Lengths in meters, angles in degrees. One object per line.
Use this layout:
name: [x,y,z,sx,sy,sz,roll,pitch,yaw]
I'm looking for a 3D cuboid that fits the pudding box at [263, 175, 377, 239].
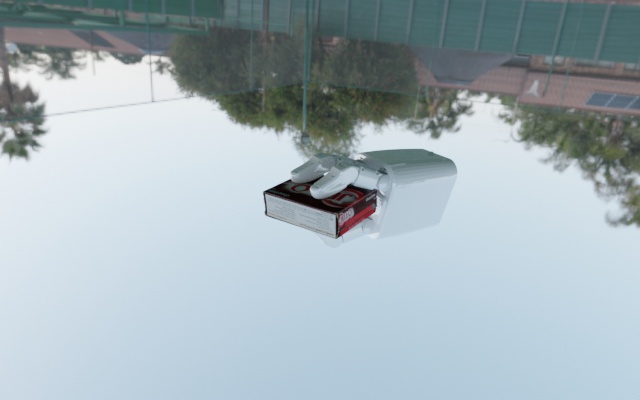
pudding box: [0.000,0.002,0.589,0.113,0.039,0.090,14,27,33]
